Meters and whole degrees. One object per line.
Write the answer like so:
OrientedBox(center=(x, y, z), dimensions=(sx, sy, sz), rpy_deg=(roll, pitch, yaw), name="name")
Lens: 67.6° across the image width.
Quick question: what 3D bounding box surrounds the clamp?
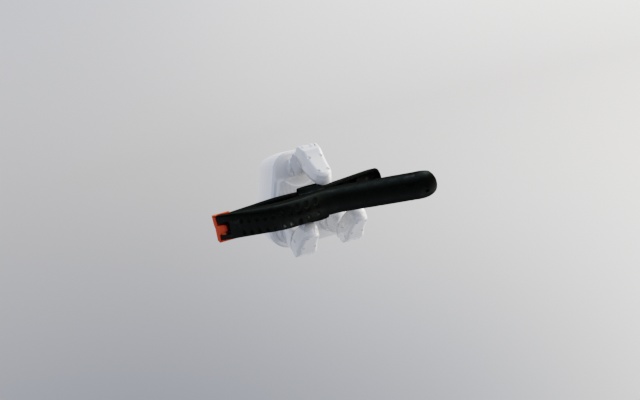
OrientedBox(center=(-0.001, 0.001, 0.477), dimensions=(0.210, 0.036, 0.164), rpy_deg=(-16, 7, -17), name="clamp")
